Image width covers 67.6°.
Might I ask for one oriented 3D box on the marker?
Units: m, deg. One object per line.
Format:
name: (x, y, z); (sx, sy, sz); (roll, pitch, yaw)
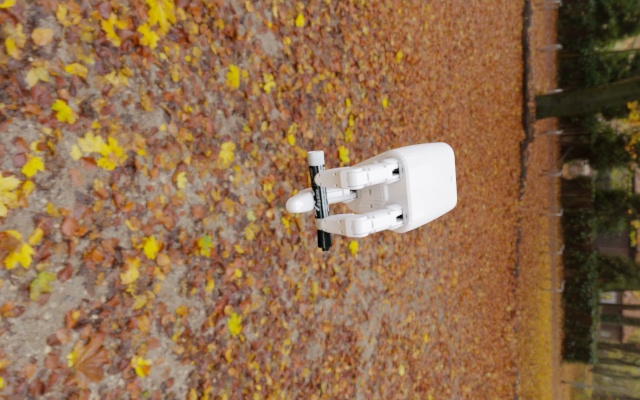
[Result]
marker: (0.000, 0.002, 0.569); (0.020, 0.121, 0.020); (-6, 12, 1)
